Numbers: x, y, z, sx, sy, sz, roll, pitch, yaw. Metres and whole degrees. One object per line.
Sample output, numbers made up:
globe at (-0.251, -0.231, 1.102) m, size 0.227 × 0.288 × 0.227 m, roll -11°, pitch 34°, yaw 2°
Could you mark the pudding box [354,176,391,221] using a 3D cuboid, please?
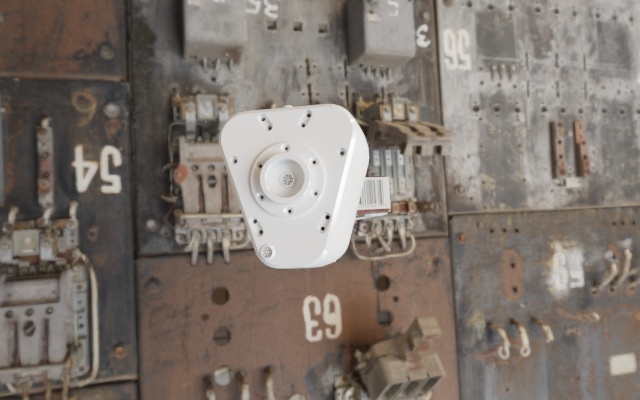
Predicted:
pudding box at (0.000, 0.002, 0.473) m, size 0.113 × 0.039 × 0.090 m, roll 0°, pitch -7°, yaw -20°
